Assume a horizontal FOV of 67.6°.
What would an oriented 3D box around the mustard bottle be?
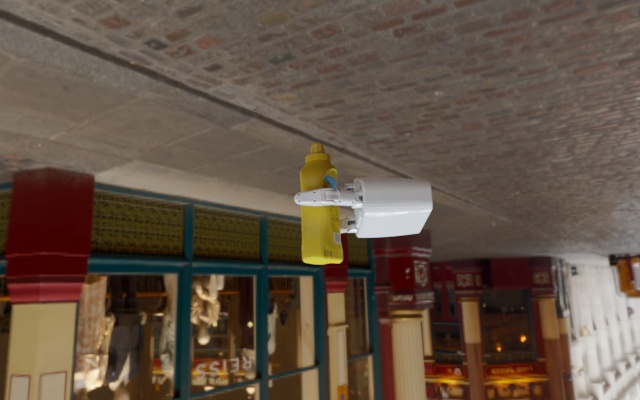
[{"bbox_3d":[0.000,0.003,0.755,0.058,0.191,0.096,-7,-12,20],"label":"mustard bottle"}]
